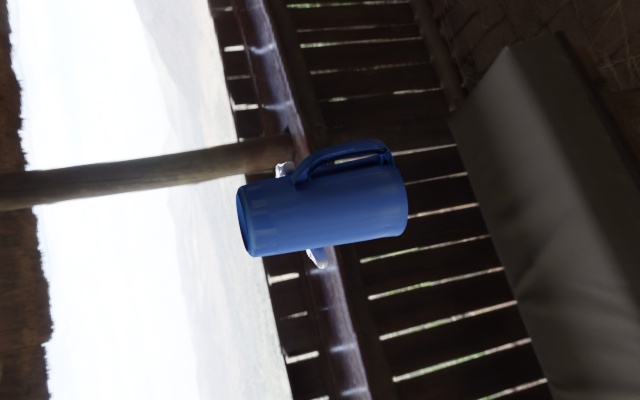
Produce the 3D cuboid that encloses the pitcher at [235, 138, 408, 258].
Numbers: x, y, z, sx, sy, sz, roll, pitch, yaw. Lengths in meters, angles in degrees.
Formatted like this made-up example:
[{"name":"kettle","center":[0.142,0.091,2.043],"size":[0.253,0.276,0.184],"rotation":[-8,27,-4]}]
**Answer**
[{"name":"pitcher","center":[0.000,0.002,0.721],"size":[0.243,0.149,0.145],"rotation":[-11,-3,-16]}]
